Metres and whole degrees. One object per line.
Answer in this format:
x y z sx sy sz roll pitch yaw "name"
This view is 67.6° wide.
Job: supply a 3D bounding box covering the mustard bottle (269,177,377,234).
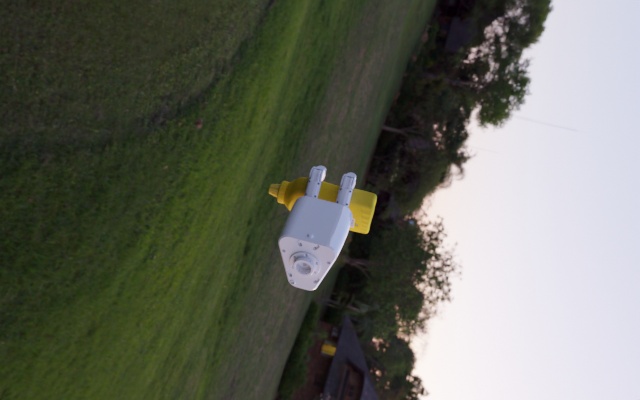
0.000 0.003 0.854 0.191 0.058 0.096 14 -29 7 "mustard bottle"
